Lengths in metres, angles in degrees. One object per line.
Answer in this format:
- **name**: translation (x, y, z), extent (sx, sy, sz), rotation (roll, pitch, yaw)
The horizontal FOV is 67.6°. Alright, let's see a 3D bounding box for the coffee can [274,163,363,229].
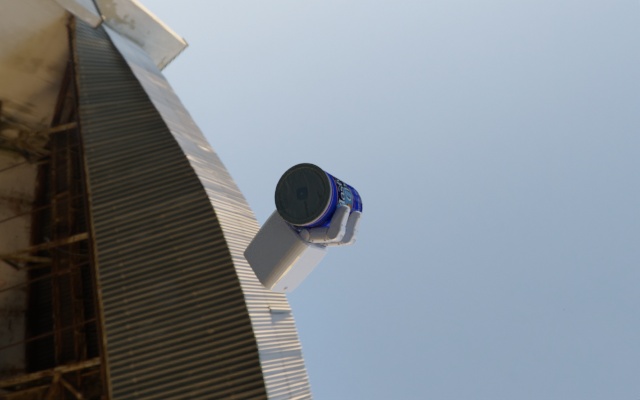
- **coffee can**: translation (0.000, 0.002, 0.824), extent (0.103, 0.102, 0.140), rotation (0, -12, 27)
